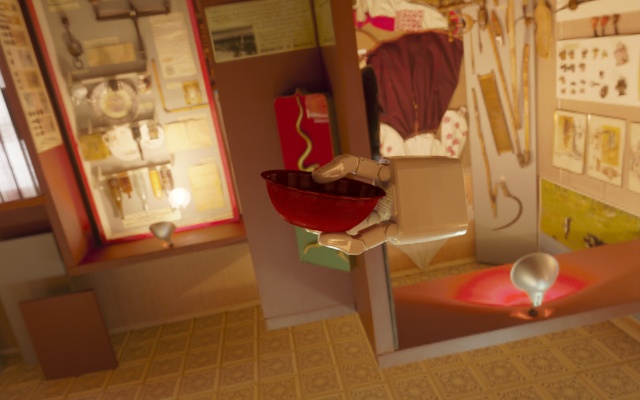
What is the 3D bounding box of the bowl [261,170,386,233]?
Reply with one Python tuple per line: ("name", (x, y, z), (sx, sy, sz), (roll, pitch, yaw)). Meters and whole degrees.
("bowl", (-0.001, 0.002, 0.614), (0.162, 0.055, 0.162), (9, 11, -2))
